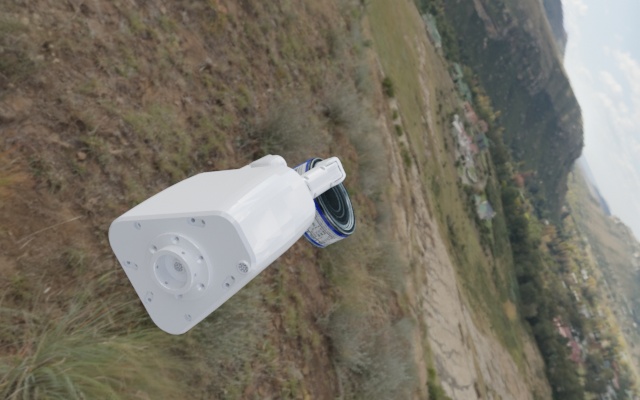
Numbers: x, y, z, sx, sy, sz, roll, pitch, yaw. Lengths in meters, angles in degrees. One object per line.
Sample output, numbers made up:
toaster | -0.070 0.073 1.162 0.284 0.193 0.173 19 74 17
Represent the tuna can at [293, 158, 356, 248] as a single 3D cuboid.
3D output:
tuna can | 0.001 0.001 0.475 0.034 0.086 0.086 -26 -10 22
